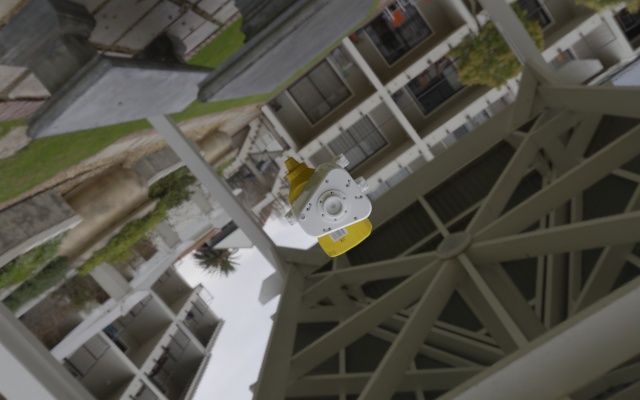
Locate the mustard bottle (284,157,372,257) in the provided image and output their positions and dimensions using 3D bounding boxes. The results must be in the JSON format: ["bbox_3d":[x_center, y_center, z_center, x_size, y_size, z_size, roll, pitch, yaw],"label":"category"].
[{"bbox_3d":[0.000,0.003,0.852,0.096,0.191,0.058,-34,10,23],"label":"mustard bottle"}]
